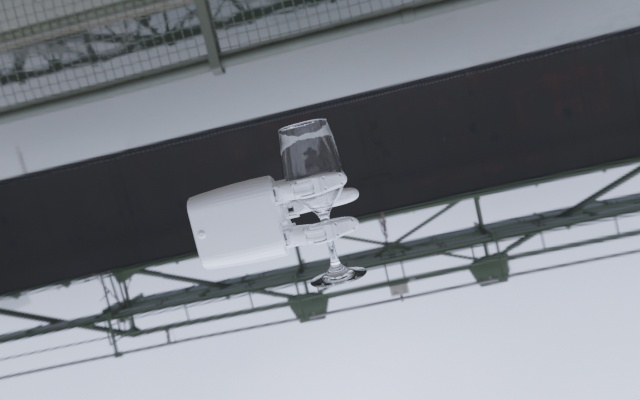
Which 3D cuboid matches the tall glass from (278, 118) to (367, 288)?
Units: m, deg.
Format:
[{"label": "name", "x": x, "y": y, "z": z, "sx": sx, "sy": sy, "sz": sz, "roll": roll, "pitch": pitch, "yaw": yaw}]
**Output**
[{"label": "tall glass", "x": 0.000, "y": 0.003, "z": 0.600, "sx": 0.079, "sy": 0.201, "sz": 0.079, "roll": -13, "pitch": 5, "yaw": 1}]
